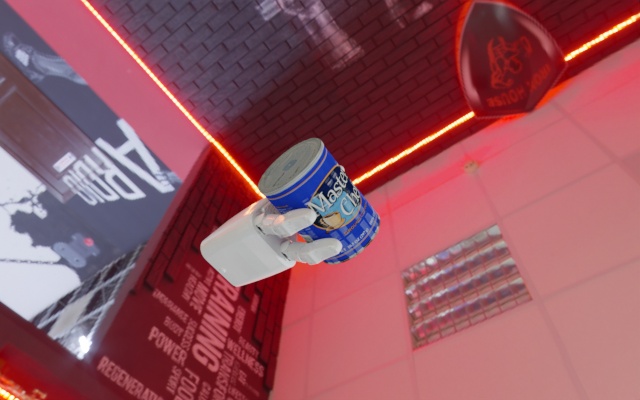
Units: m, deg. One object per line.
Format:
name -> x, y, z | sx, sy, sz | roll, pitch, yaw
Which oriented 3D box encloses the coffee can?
coffee can -> 0.000, 0.002, 0.640 | 0.140, 0.102, 0.103 | 50, -26, -24
